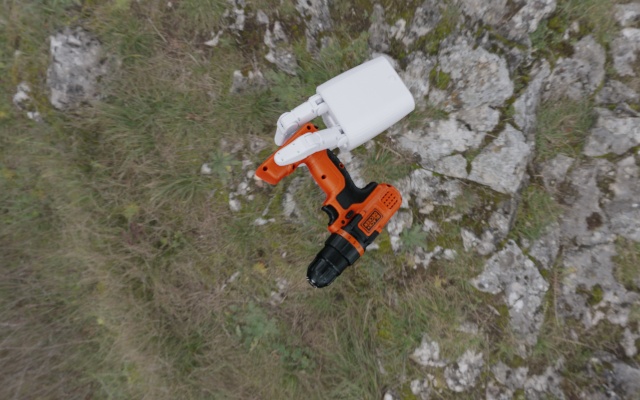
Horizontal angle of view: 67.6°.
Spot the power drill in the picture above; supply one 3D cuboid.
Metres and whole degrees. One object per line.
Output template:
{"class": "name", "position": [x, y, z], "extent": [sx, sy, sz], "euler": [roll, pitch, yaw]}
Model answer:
{"class": "power drill", "position": [0.000, 0.002, 0.666], "extent": [0.184, 0.187, 0.057], "euler": [-47, 8, -18]}
